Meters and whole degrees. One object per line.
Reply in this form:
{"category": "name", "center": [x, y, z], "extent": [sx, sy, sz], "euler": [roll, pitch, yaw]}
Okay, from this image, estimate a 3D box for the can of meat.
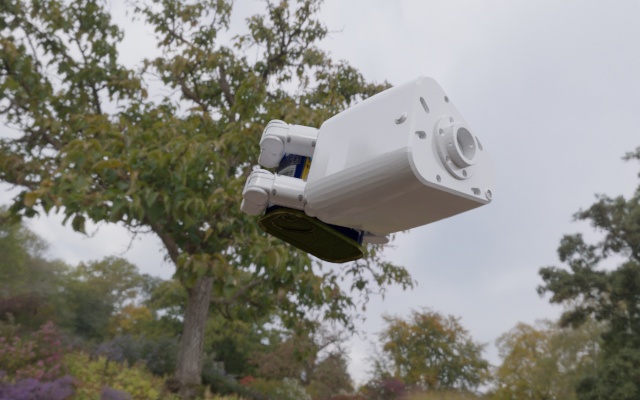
{"category": "can of meat", "center": [0.000, 0.001, 0.459], "extent": [0.102, 0.084, 0.057], "euler": [30, -32, -28]}
